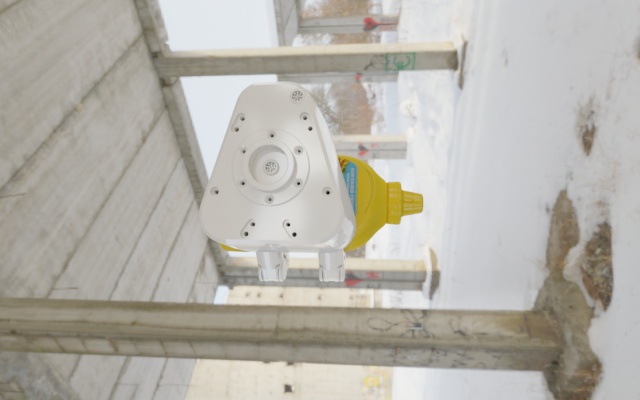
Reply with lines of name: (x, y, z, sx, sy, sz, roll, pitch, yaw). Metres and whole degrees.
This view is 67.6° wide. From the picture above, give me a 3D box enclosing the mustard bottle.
mustard bottle: (0.000, 0.002, 0.455, 0.191, 0.096, 0.058, 0, -31, 6)
